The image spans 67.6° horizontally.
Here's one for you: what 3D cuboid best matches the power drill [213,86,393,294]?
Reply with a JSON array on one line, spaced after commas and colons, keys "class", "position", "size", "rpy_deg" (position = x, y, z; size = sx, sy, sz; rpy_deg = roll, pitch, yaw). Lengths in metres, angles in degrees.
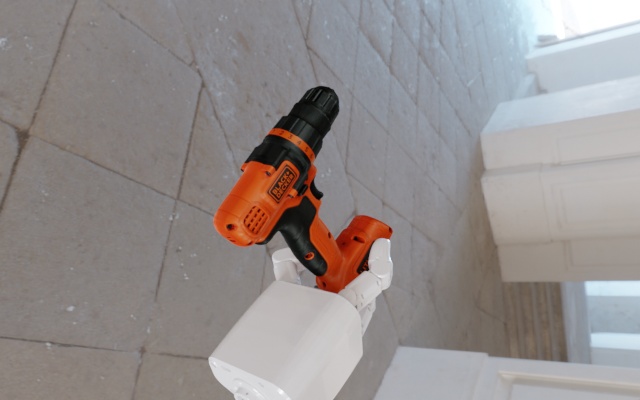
[{"class": "power drill", "position": [0.000, 0.002, 0.499], "size": [0.057, 0.184, 0.188], "rpy_deg": [11, -29, 50]}]
